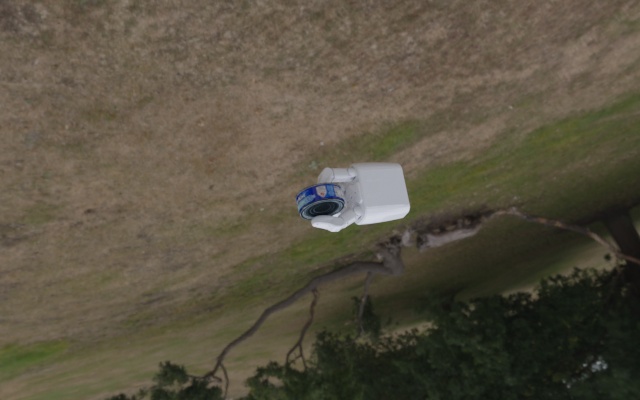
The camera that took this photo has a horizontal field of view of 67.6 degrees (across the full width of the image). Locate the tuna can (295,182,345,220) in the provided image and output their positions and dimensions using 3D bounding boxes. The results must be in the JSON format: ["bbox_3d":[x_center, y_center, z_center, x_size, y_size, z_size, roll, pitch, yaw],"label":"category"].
[{"bbox_3d":[0.000,0.003,0.858,0.086,0.033,0.086,-12,-24,-5],"label":"tuna can"}]
